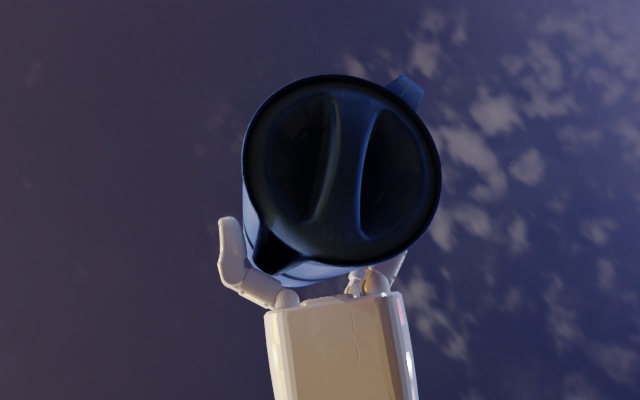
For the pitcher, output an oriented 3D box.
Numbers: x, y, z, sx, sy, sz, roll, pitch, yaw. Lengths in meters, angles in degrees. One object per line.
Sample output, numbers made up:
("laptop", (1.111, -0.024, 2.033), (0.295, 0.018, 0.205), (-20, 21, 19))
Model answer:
("pitcher", (0.000, 0.002, 0.417), (0.149, 0.145, 0.243), (-6, -14, -14))
